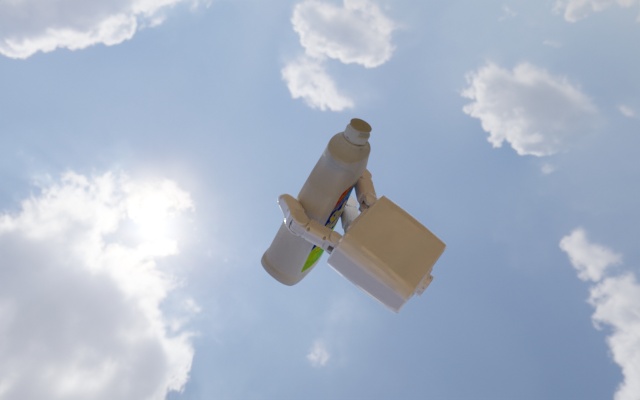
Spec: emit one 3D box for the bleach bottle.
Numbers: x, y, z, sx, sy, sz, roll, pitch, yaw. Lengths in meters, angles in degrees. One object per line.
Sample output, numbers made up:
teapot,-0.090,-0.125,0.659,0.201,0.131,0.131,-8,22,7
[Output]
bleach bottle,0.000,0.002,0.636,0.068,0.251,0.102,37,40,13
